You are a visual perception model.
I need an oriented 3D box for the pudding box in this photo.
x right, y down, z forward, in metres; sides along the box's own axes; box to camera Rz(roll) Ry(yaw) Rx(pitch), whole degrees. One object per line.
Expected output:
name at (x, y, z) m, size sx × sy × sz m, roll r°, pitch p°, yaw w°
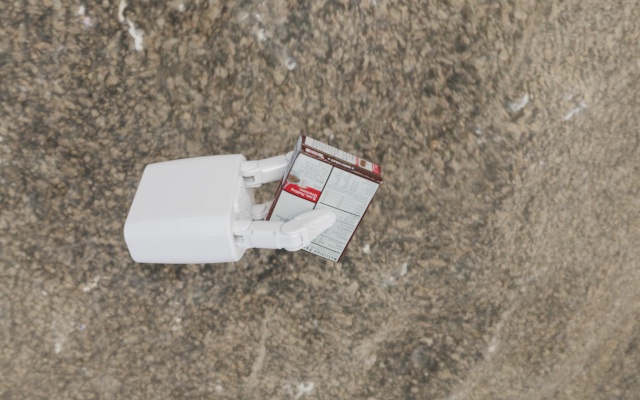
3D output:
pudding box at (0.000, 0.002, 0.490) m, size 0.090 × 0.113 × 0.039 m, roll 21°, pitch 32°, yaw -9°
